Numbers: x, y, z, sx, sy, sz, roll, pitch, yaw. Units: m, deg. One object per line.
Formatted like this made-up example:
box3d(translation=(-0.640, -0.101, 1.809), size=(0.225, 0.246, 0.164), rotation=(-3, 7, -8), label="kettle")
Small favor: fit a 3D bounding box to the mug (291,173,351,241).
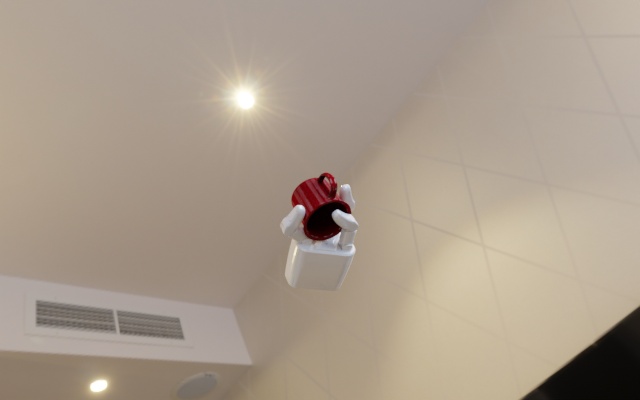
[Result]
box3d(translation=(0.000, 0.002, 0.861), size=(0.093, 0.117, 0.081), rotation=(-4, 39, -28), label="mug")
